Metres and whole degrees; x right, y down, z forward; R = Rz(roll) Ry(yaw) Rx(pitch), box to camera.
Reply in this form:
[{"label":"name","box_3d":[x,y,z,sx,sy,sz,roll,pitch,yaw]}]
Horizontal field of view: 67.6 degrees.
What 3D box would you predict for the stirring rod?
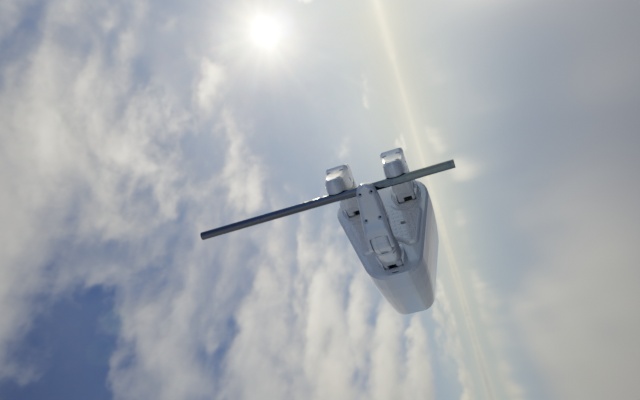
[{"label":"stirring rod","box_3d":[0.000,0.001,0.428,0.239,0.011,0.011,-16,-4,13]}]
